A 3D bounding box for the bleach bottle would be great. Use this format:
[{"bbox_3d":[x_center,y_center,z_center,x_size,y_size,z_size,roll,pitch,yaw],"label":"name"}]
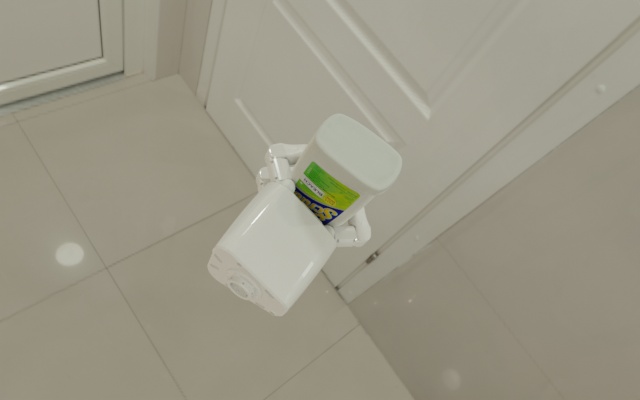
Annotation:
[{"bbox_3d":[0.000,0.002,0.606,0.102,0.068,0.251,37,-34,1],"label":"bleach bottle"}]
